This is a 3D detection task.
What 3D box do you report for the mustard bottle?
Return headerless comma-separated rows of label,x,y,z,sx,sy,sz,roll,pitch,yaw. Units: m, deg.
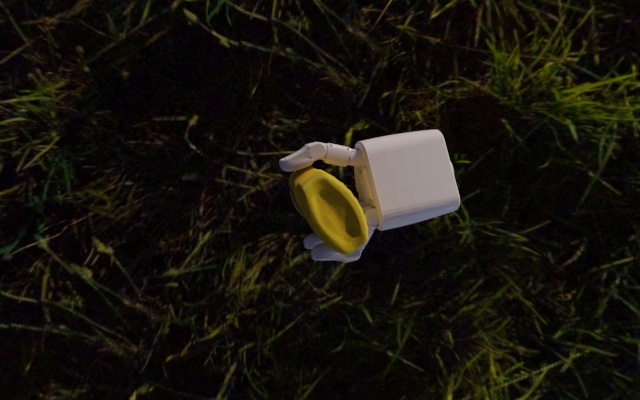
mustard bottle,0.000,0.002,0.598,0.058,0.096,0.191,-36,13,-3
